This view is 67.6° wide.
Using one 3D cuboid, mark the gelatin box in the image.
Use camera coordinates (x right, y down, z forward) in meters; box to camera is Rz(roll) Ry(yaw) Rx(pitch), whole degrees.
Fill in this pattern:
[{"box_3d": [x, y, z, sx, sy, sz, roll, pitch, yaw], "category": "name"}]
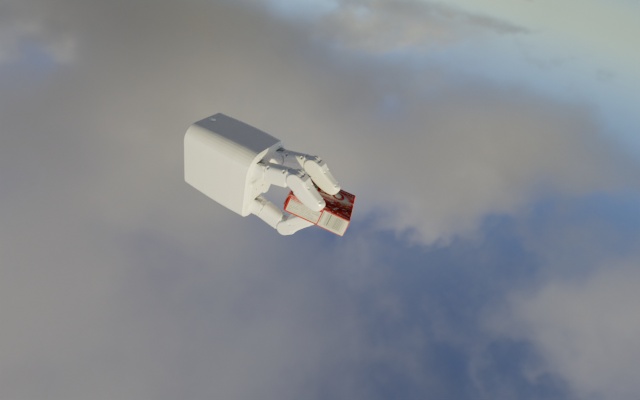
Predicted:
[{"box_3d": [0.000, 0.003, 0.652, 0.089, 0.030, 0.073, 25, 30, -3], "category": "gelatin box"}]
